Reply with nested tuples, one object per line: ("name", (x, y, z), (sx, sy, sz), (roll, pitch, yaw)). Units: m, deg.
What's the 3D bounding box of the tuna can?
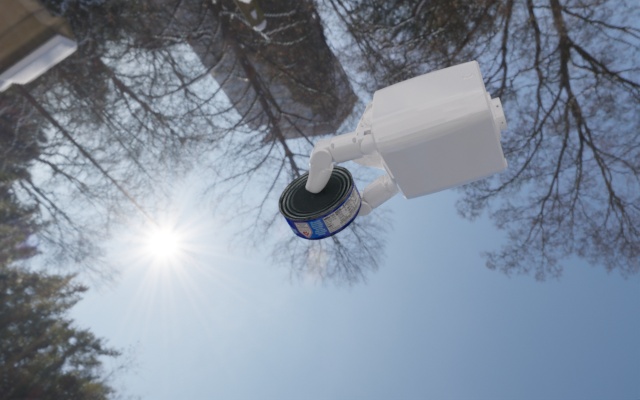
("tuna can", (0.000, 0.002, 0.516), (0.086, 0.034, 0.086), (-18, 36, 14))
